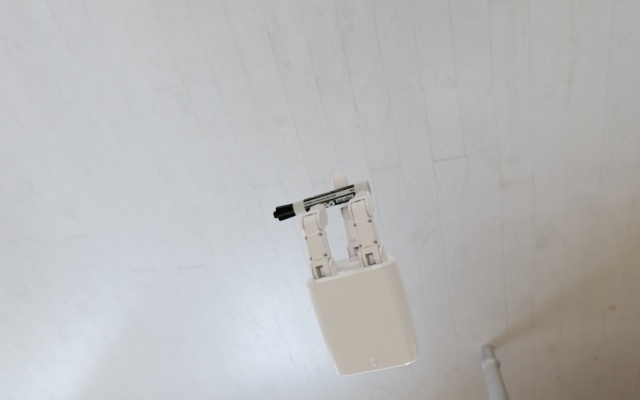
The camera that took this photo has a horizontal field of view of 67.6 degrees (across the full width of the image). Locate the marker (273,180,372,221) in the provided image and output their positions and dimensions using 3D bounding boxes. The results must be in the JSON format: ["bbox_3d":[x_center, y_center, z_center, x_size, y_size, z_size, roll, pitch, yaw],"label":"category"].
[{"bbox_3d":[0.000,0.002,0.563,0.121,0.020,0.020,-16,-5,15],"label":"marker"}]
